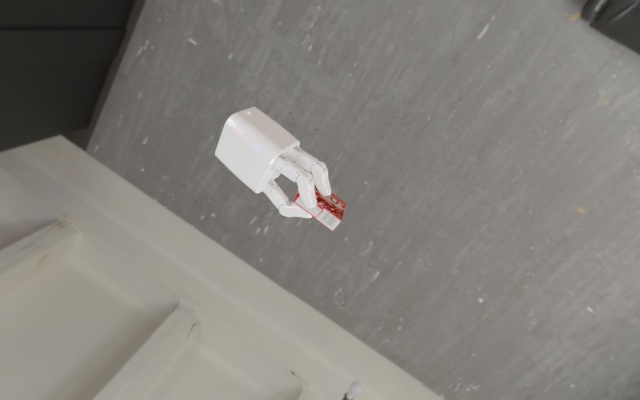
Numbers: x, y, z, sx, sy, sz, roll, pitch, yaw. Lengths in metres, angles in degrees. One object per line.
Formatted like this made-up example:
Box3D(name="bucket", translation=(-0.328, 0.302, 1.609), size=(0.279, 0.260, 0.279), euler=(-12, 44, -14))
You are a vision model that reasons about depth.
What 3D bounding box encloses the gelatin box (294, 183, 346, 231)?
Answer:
Box3D(name="gelatin box", translation=(0.000, 0.003, 0.842), size=(0.089, 0.030, 0.073), euler=(38, 25, -8))
